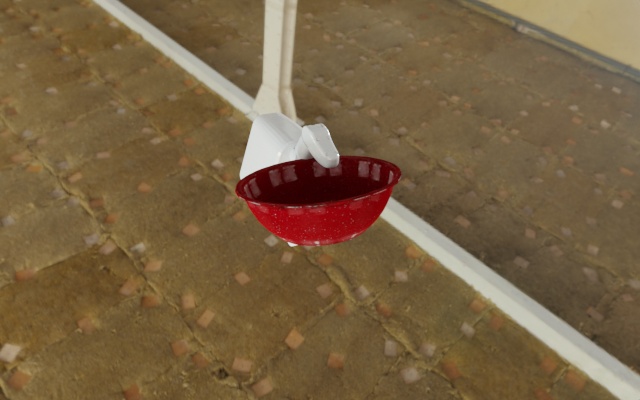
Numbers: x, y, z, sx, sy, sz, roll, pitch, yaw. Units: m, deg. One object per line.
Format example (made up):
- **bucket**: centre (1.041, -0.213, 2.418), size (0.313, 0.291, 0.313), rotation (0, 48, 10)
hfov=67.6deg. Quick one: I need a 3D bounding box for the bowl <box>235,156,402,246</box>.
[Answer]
- **bowl**: centre (0.000, 0.002, 0.472), size (0.162, 0.055, 0.162), rotation (-5, 19, 2)
